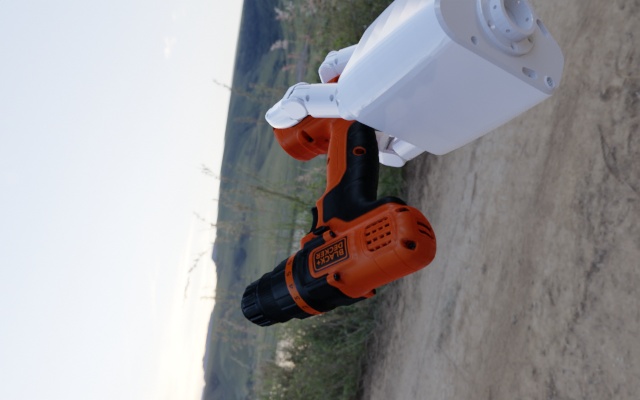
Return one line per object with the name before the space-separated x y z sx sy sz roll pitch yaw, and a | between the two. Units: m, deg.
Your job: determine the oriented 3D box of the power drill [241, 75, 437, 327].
power drill | 0.000 0.001 0.404 0.184 0.187 0.057 -28 -38 32
